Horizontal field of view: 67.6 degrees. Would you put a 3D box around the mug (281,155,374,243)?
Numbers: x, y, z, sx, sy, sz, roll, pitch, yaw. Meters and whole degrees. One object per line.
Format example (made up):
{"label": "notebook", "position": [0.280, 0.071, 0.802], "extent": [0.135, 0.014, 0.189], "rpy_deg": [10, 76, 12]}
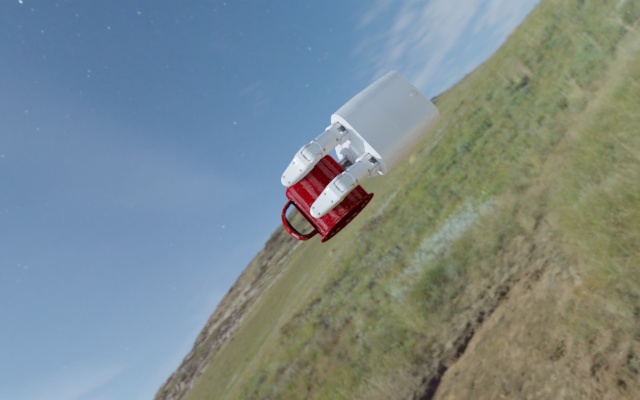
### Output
{"label": "mug", "position": [-0.001, 0.003, 0.620], "extent": [0.117, 0.081, 0.093], "rpy_deg": [-40, -11, -16]}
